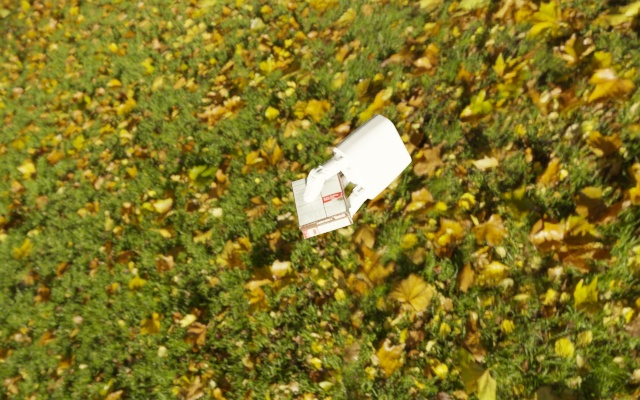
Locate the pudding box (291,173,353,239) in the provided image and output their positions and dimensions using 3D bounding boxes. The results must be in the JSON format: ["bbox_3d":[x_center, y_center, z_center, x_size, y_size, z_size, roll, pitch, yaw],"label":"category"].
[{"bbox_3d":[0.000,0.003,0.846,0.090,0.113,0.039,-18,-43,6],"label":"pudding box"}]
